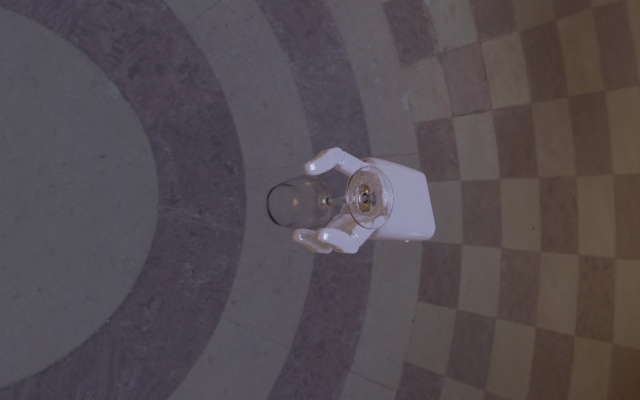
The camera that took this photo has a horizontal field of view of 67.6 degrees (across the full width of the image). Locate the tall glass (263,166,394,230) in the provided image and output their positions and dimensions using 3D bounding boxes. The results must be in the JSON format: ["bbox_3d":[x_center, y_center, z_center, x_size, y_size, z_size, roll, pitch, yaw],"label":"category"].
[{"bbox_3d":[0.000,0.002,0.635,0.079,0.079,0.201,0,-3,-37],"label":"tall glass"}]
